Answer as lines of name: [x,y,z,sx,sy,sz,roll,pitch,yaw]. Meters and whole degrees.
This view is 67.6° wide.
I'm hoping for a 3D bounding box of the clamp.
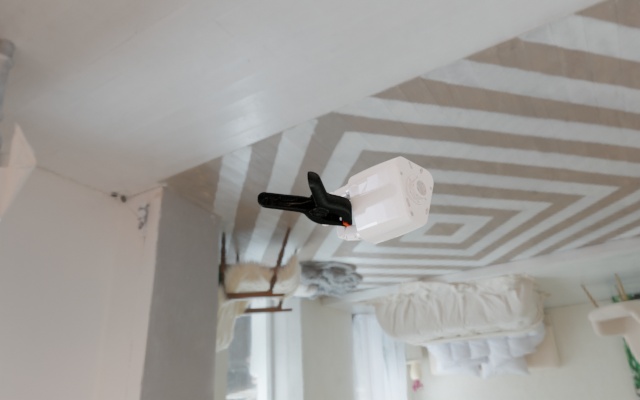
clamp: [0.000,0.003,0.759,0.171,0.039,0.120,17,-25,-37]
